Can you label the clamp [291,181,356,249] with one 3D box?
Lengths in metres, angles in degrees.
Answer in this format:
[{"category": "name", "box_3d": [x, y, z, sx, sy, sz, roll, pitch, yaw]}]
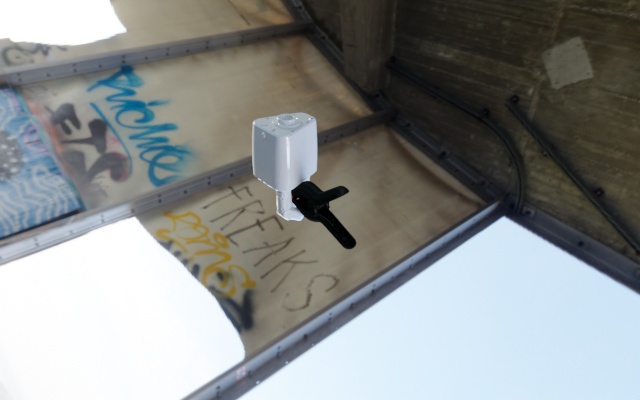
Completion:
[{"category": "clamp", "box_3d": [0.000, 0.003, 0.845, 0.039, 0.120, 0.171, -25, 41, -35]}]
